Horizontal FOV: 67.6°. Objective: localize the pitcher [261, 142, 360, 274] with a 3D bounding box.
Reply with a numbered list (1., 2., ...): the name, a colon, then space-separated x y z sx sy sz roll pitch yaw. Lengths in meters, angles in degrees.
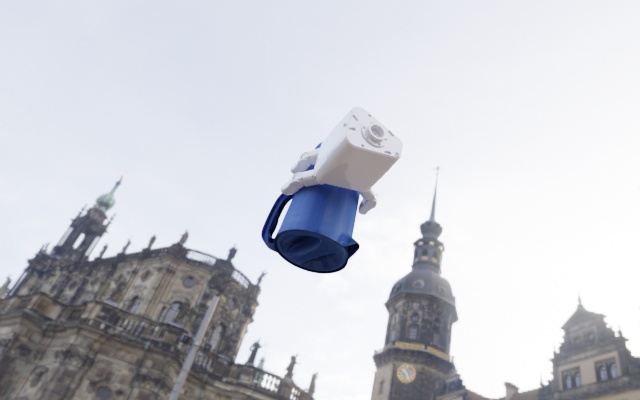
1. pitcher: 0.000 0.003 0.890 0.149 0.242 0.145 27 -38 -12
